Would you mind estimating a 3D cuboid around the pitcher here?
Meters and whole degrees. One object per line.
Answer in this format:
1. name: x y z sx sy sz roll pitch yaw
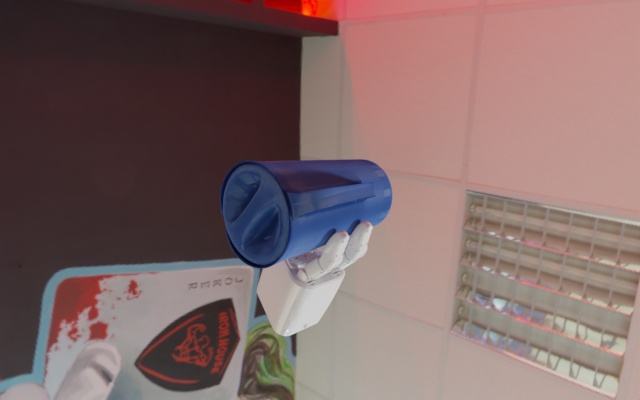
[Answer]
1. pitcher: 0.000 0.002 0.657 0.243 0.145 0.149 -11 42 -47
